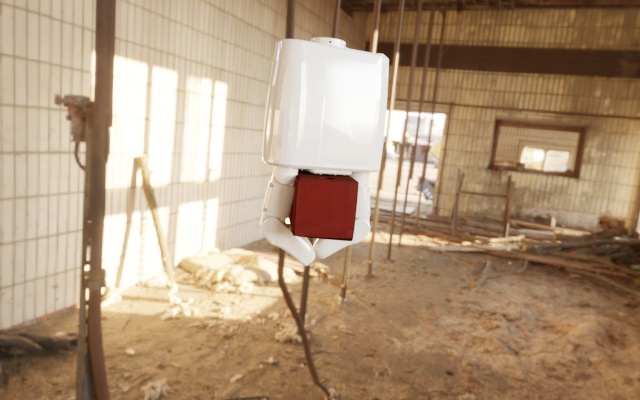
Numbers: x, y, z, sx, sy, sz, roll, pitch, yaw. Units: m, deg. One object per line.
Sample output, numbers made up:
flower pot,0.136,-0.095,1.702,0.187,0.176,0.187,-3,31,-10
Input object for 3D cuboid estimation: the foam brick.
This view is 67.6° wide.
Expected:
foam brick,0.000,0.002,0.432,0.053,0.051,0.078,5,9,-8
